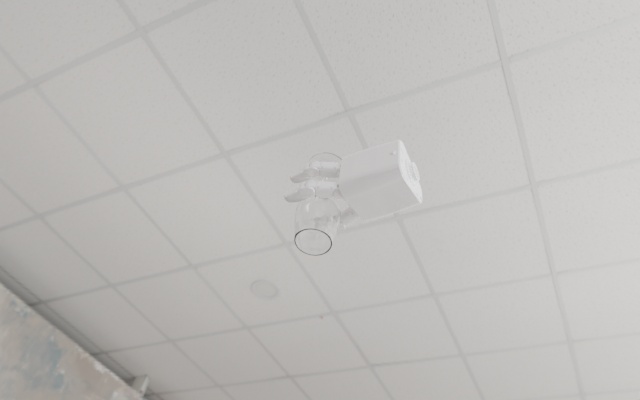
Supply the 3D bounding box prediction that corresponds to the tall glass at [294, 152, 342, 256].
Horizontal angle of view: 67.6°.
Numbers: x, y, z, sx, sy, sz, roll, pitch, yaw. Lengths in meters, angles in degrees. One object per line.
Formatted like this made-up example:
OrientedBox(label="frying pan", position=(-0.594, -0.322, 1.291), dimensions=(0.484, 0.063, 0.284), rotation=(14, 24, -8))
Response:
OrientedBox(label="tall glass", position=(0.000, 0.002, 0.839), dimensions=(0.079, 0.079, 0.200), rotation=(0, 41, 10))
